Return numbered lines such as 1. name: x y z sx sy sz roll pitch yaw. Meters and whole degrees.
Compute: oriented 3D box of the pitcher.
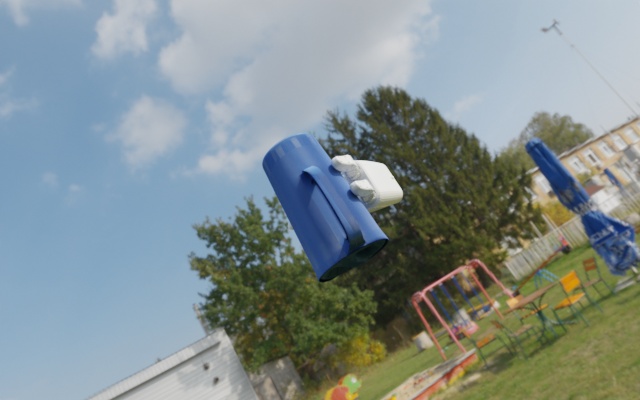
1. pitcher: 0.000 0.003 0.808 0.149 0.242 0.145 -43 -21 32
